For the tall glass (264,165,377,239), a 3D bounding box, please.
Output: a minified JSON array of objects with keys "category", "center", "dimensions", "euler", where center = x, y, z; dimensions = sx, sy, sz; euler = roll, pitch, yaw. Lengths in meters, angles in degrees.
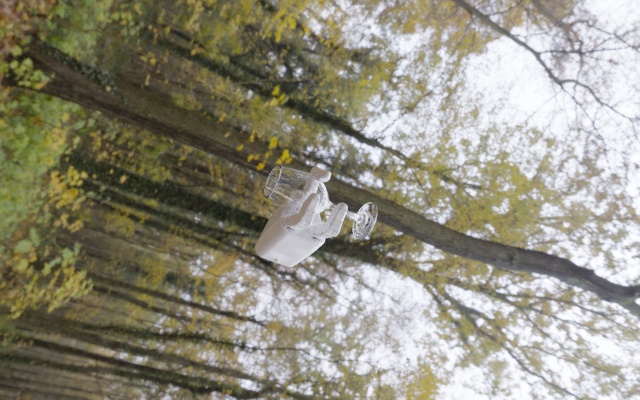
[{"category":"tall glass","center":[0.001,0.003,0.860],"dimensions":[0.201,0.079,0.079],"euler":[23,-10,-24]}]
